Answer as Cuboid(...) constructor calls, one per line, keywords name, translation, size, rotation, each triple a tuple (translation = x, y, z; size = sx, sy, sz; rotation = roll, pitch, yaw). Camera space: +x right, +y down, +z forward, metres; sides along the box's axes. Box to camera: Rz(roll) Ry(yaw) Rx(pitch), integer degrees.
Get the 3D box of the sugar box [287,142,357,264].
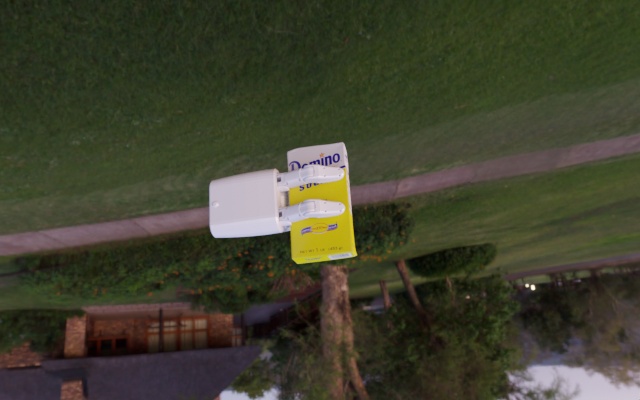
Cuboid(name="sugar box", translation=(0.000, 0.002, 0.727), size=(0.093, 0.176, 0.048), rotation=(-8, -18, 8))
